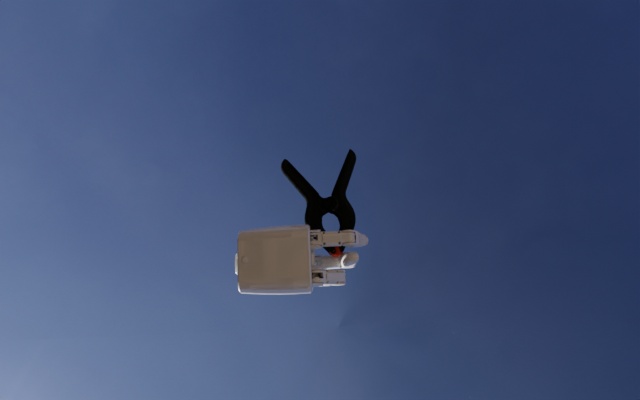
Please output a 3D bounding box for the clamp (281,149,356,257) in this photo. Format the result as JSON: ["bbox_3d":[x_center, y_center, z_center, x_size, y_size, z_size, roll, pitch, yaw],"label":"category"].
[{"bbox_3d":[0.000,0.003,0.745,0.120,0.171,0.039,-2,-15,0],"label":"clamp"}]
